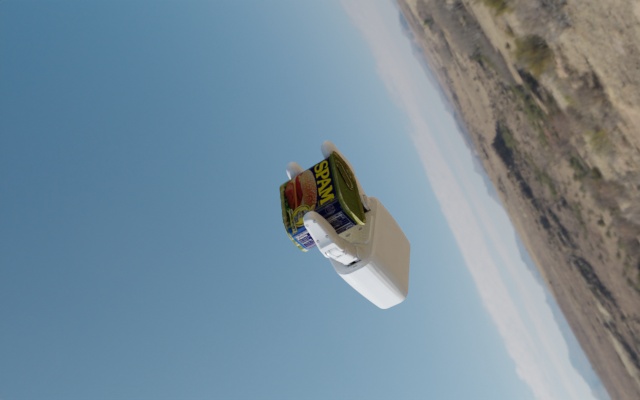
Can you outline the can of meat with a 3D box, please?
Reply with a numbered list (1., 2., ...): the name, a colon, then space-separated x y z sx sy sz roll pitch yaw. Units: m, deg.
1. can of meat: 0.000 0.002 0.584 0.084 0.102 0.057 -29 -48 19
